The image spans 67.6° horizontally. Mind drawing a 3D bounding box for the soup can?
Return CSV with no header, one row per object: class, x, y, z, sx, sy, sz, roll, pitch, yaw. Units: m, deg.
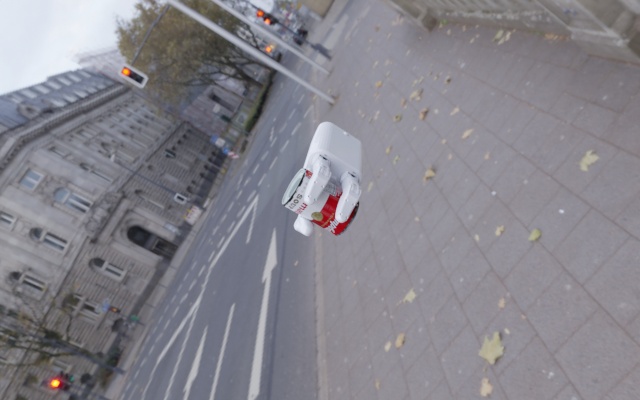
soup can,0.000,0.003,0.744,0.102,0.068,0.068,30,-8,-14
